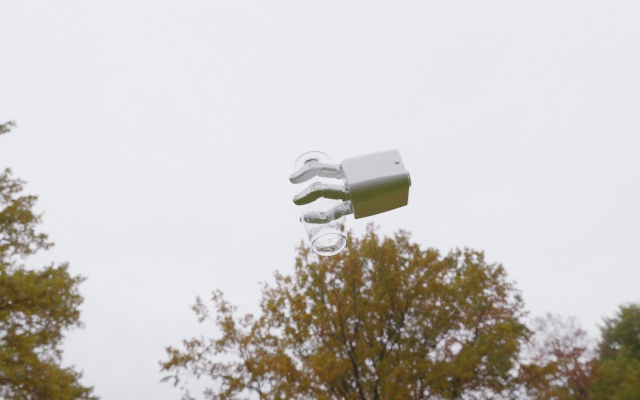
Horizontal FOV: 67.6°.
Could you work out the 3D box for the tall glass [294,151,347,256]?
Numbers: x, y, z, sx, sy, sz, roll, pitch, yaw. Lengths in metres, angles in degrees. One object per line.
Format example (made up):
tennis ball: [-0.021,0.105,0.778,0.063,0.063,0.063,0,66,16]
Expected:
tall glass: [0.000,0.002,0.868,0.079,0.200,0.079,-6,-42,-6]
